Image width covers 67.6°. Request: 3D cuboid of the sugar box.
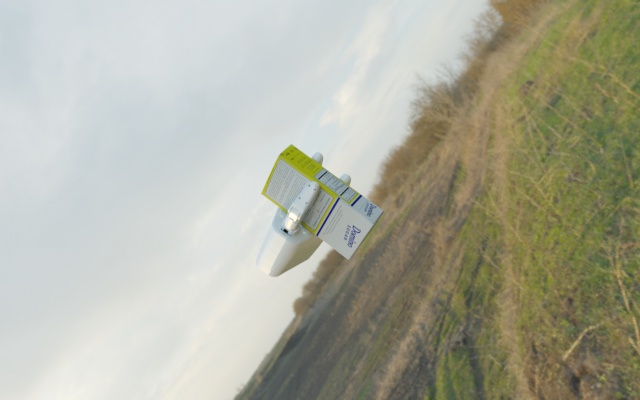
[{"bbox_3d":[0.000,0.002,0.731,0.176,0.093,0.048,36,42,6],"label":"sugar box"}]
